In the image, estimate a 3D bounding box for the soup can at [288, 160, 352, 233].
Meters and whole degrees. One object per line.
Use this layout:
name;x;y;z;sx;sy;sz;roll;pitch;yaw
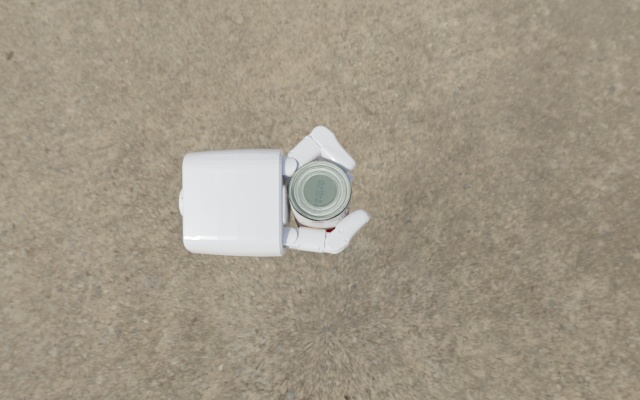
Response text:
soup can;0.001;0.002;0.541;0.068;0.068;0.102;0;-15;1
